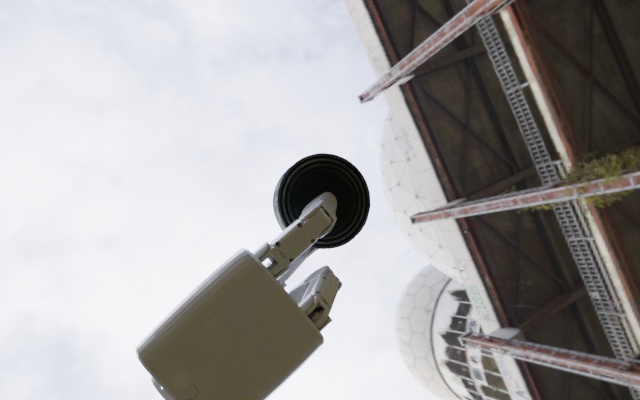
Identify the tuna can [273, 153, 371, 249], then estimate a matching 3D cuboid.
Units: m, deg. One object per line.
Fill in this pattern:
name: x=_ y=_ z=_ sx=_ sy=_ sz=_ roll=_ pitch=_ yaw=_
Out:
tuna can: x=0.000 y=0.001 z=0.439 sx=0.086 sy=0.086 sz=0.034 roll=0 pitch=-4 yaw=-15
